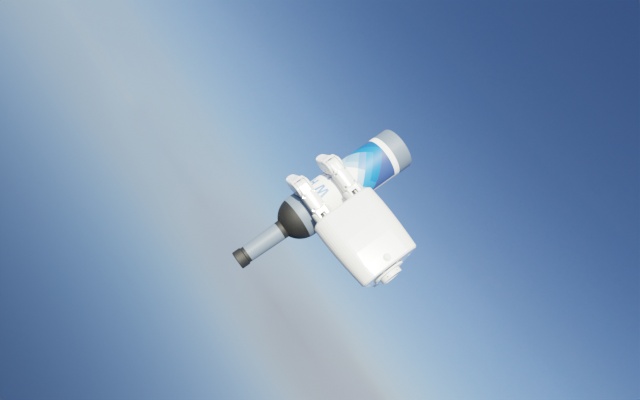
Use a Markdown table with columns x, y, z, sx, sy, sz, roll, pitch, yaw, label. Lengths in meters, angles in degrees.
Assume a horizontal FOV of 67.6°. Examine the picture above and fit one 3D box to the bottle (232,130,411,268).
| x | y | z | sx | sy | sz | roll | pitch | yaw | label |
| --- | --- | --- | --- | --- | --- | --- | --- | --- | --- |
| 0.000 | 0.002 | 0.704 | 0.295 | 0.069 | 0.069 | -35 | 8 | -11 | bottle |
